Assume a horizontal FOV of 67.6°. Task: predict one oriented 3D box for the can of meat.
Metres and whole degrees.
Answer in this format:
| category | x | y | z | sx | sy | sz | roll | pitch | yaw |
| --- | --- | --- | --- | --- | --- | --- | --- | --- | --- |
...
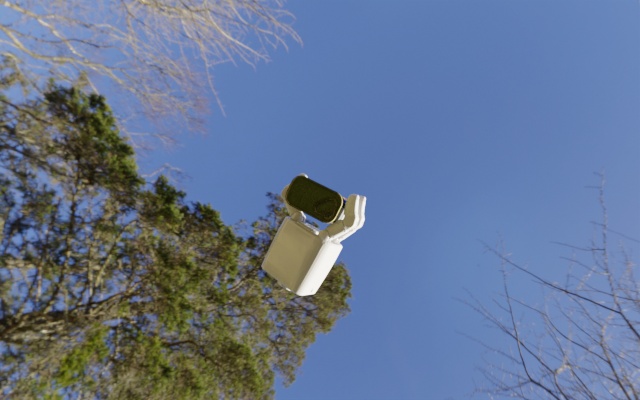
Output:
| category | x | y | z | sx | sy | sz | roll | pitch | yaw |
| --- | --- | --- | --- | --- | --- | --- | --- | --- | --- |
| can of meat | 0.000 | 0.003 | 0.854 | 0.102 | 0.057 | 0.084 | 26 | 1 | 20 |
